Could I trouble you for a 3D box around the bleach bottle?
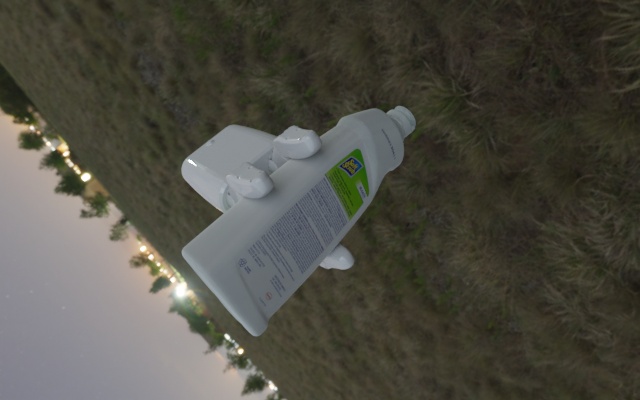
[{"bbox_3d":[0.000,0.001,0.447,0.250,0.103,0.068,-42,39,-19],"label":"bleach bottle"}]
